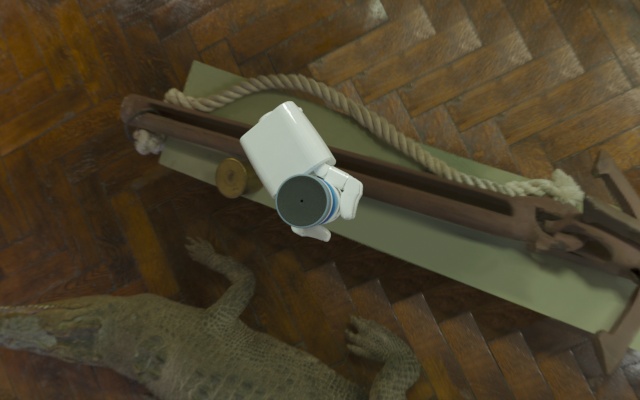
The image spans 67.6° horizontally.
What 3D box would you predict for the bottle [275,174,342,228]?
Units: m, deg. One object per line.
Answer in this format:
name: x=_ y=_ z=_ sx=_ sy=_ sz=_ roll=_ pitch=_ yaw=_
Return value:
bottle: x=0.000 y=0.002 z=0.722 sx=0.069 sy=0.069 sz=0.296 roll=0 pitch=-1 yaw=9
